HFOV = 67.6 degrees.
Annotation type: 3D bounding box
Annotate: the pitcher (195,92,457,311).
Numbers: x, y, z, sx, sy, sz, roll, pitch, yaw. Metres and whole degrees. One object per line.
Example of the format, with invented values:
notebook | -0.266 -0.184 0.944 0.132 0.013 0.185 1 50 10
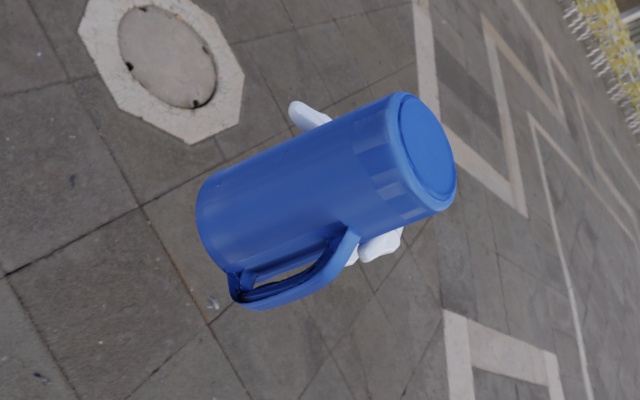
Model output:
pitcher | 0.000 0.001 0.462 0.243 0.149 0.145 -22 1 37
